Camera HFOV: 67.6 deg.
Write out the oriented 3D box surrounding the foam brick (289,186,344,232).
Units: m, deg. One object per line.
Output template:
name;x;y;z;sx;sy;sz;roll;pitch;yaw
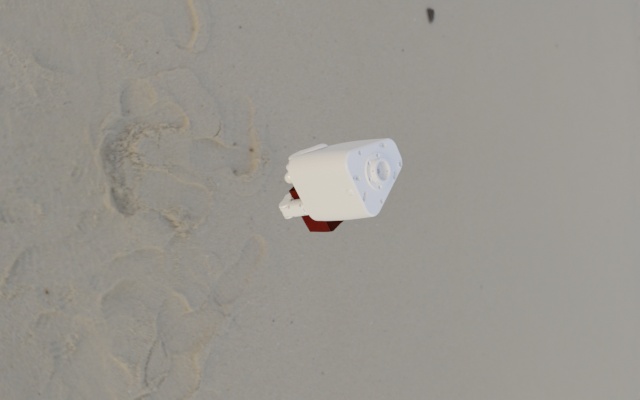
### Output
foam brick;0.000;0.003;0.716;0.051;0.078;0.053;-4;30;46
